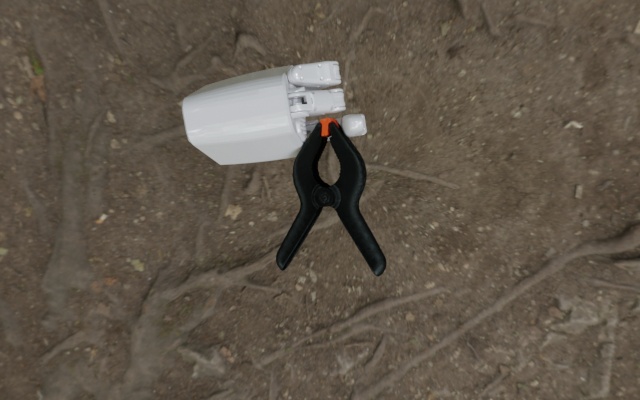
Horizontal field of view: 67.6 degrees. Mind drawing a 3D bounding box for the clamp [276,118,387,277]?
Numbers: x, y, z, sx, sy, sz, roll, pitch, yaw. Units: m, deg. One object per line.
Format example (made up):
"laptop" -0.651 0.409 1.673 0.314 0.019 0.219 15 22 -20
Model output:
"clamp" 0.000 0.002 0.509 0.120 0.171 0.039 -8 2 10
